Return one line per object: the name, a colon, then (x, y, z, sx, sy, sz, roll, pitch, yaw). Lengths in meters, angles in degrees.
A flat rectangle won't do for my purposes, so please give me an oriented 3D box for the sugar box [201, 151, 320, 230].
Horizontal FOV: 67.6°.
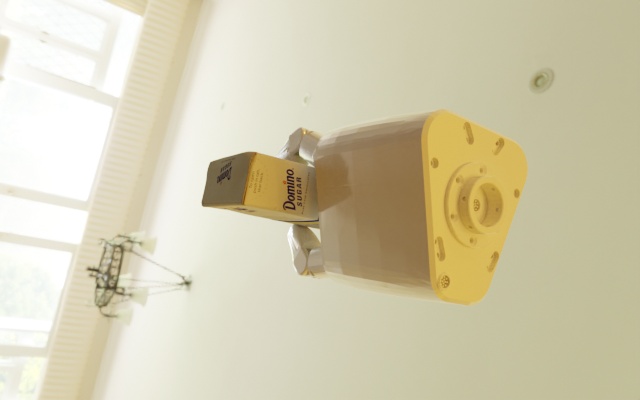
sugar box: (0.000, 0.001, 0.404, 0.176, 0.048, 0.093, 16, -9, -31)
